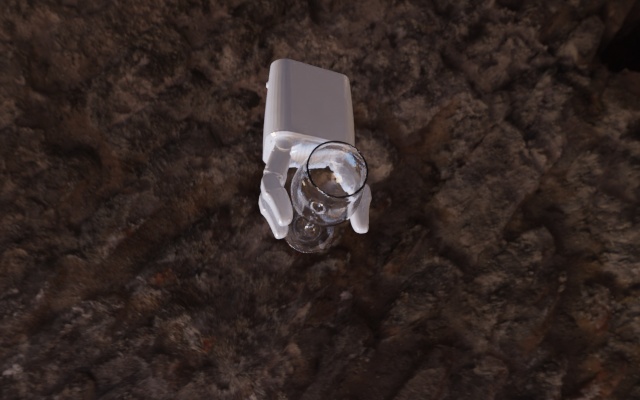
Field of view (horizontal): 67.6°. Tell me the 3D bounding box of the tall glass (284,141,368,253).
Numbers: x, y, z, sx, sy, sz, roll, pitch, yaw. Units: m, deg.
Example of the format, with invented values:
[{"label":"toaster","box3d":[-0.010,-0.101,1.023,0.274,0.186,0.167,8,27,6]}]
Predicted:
[{"label":"tall glass","box3d":[0.000,0.002,0.560,0.079,0.079,0.201,0,-19,-10]}]
